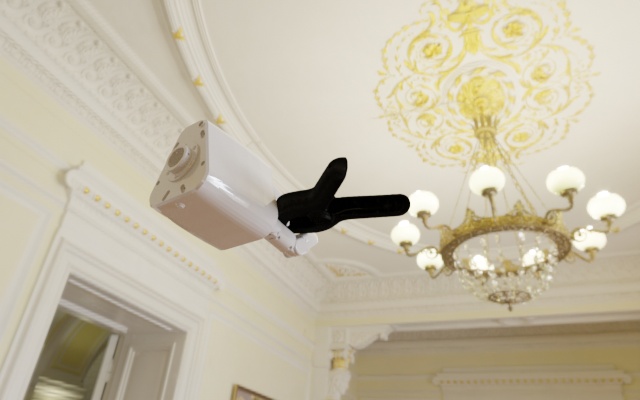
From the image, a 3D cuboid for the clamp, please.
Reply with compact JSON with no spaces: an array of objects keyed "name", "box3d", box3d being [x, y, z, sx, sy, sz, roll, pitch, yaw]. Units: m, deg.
[{"name":"clamp","box3d":[0.000,0.001,0.535,0.171,0.039,0.120,-17,-39,31]}]
